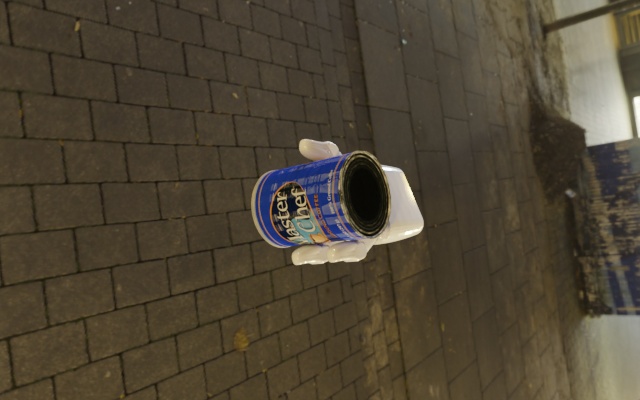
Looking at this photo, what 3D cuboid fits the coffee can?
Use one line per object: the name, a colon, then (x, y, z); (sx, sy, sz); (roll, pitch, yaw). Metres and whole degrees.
coffee can: (0.000, 0.002, 0.585); (0.140, 0.103, 0.103); (-10, -6, 39)
